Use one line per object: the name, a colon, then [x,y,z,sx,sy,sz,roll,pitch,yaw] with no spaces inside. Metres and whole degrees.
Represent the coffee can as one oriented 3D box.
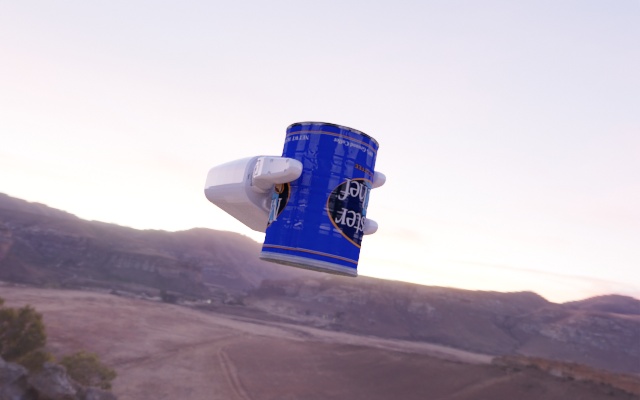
coffee can: [0.000,0.002,0.499,0.103,0.140,0.103,10,-10,2]
